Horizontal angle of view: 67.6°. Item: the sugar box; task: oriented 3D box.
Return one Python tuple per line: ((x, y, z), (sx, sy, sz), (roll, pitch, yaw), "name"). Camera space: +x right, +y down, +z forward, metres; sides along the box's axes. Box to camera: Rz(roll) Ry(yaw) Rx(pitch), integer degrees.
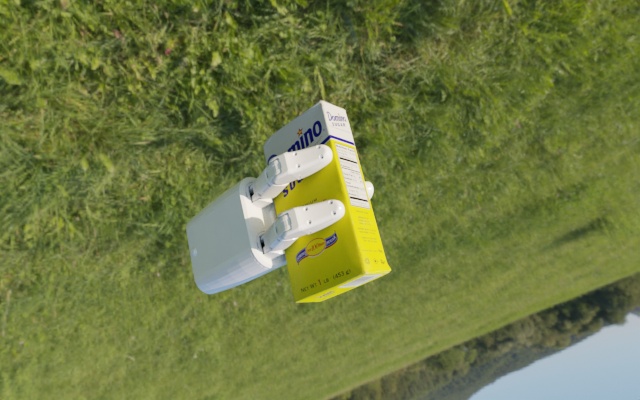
((0.000, 0.002, 0.468), (0.093, 0.176, 0.048), (-30, -24, 35), "sugar box")
